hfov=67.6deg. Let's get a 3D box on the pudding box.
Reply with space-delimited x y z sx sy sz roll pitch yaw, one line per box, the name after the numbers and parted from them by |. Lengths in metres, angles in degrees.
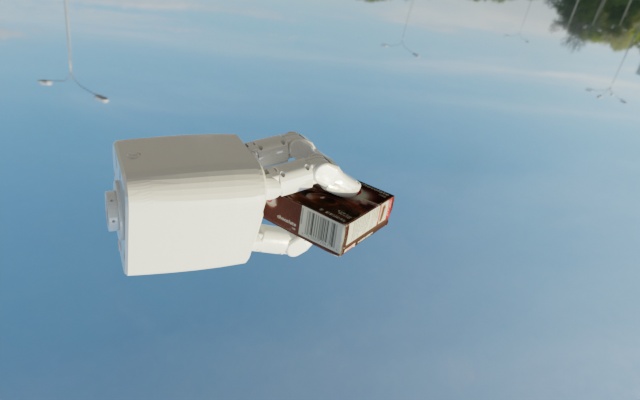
0.000 0.002 0.459 0.113 0.039 0.090 27 32 26 | pudding box
